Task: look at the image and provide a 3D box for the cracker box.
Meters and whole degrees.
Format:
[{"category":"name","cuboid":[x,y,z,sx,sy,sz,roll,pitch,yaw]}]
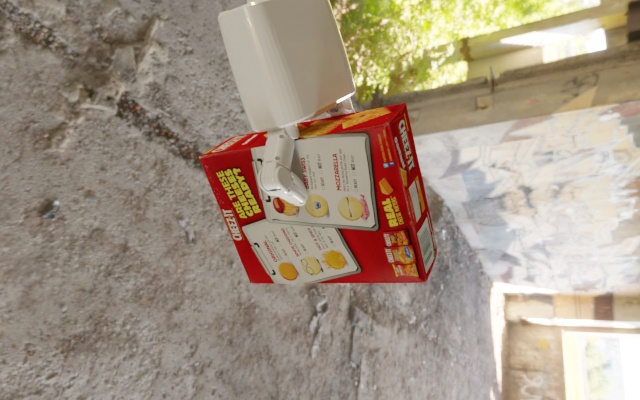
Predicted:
[{"category":"cracker box","cuboid":[0.000,0.002,0.501,0.214,0.164,0.072,-6,24,29]}]
